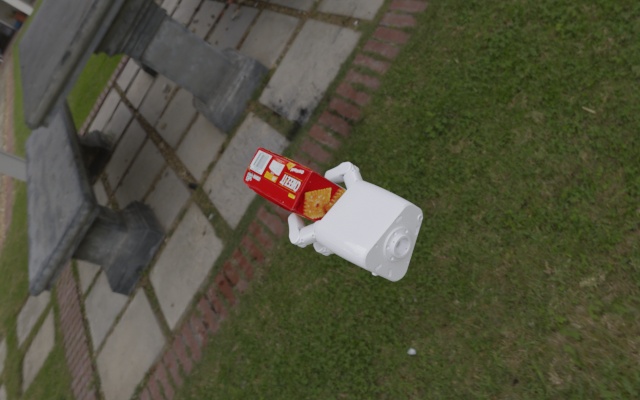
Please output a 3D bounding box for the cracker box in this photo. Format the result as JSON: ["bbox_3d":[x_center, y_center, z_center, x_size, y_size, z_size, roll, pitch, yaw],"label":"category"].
[{"bbox_3d":[0.000,0.002,0.785,0.214,0.072,0.164,29,-1,-40],"label":"cracker box"}]
